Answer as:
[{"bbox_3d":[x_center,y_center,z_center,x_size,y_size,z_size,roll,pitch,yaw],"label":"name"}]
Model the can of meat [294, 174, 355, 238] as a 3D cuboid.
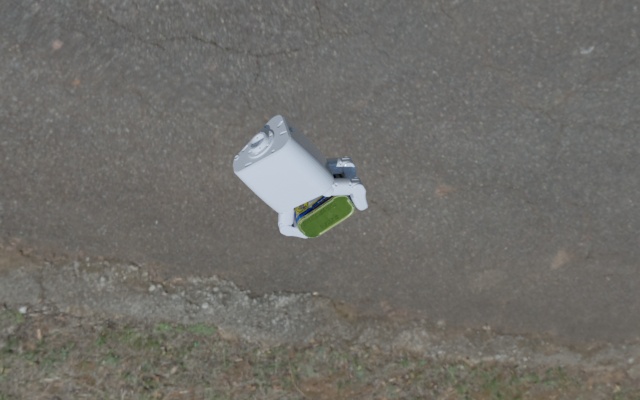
[{"bbox_3d":[0.000,0.003,0.790,0.102,0.084,0.057,-34,-51,11],"label":"can of meat"}]
